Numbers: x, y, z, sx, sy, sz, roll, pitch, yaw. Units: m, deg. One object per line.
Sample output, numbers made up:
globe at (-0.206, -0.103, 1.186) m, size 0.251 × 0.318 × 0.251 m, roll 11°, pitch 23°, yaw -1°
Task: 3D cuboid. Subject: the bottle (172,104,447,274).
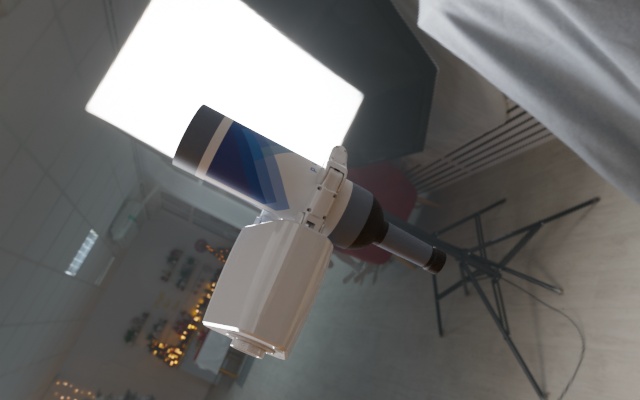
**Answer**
bottle at (0.000, 0.001, 0.491) m, size 0.296 × 0.069 × 0.069 m, roll 27°, pitch -5°, yaw -11°
